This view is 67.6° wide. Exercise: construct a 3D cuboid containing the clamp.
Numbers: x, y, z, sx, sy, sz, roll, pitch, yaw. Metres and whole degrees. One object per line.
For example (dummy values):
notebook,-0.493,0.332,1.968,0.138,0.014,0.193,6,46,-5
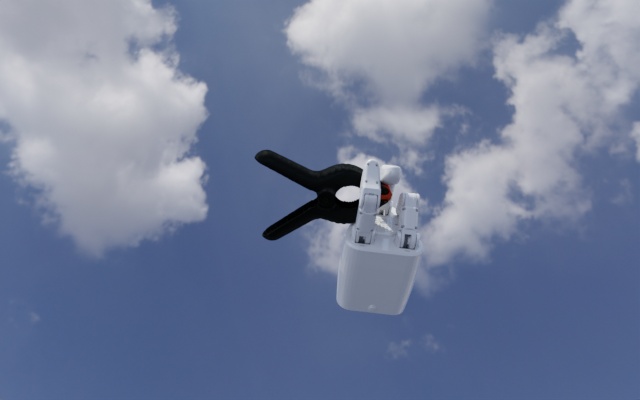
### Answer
clamp,0.000,0.002,0.600,0.171,0.120,0.039,7,31,-1
